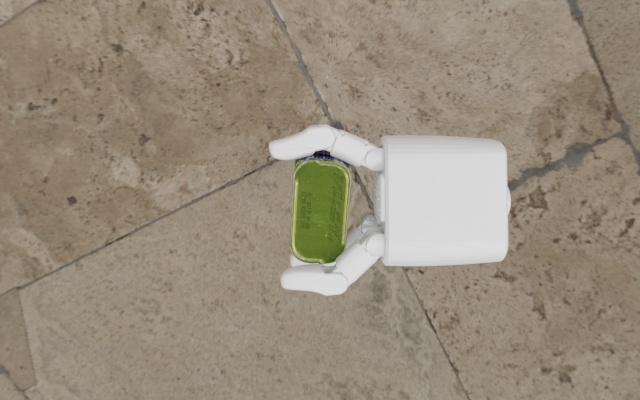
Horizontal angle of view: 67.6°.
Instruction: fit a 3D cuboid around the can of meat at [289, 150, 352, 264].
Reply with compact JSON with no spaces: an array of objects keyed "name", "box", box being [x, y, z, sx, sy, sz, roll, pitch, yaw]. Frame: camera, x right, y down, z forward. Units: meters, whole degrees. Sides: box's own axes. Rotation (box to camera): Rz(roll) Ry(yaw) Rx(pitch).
[{"name":"can of meat","box":[0.000,0.001,0.460,0.057,0.102,0.084,3,15,-1]}]
